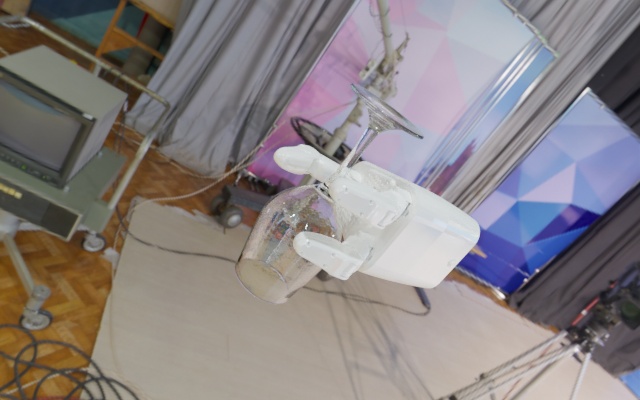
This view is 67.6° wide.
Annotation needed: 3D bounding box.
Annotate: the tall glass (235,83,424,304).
[{"bbox_3d":[0.000,0.001,0.425,0.079,0.201,0.079,32,20,-13],"label":"tall glass"}]
